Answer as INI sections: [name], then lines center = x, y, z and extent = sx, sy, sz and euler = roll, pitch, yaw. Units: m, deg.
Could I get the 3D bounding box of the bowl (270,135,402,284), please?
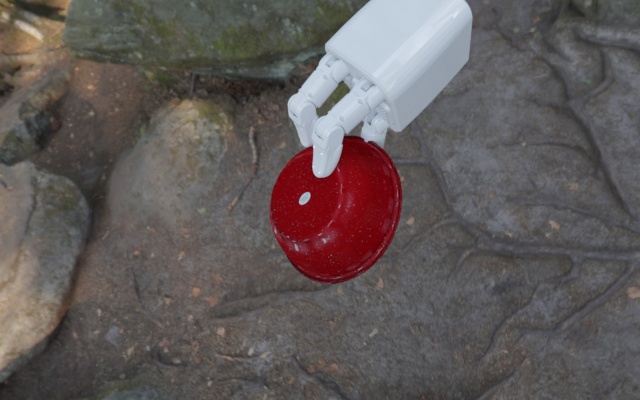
[bowl]
center = -0.001, 0.003, 0.491
extent = 0.162, 0.162, 0.055
euler = 0, -13, 38
